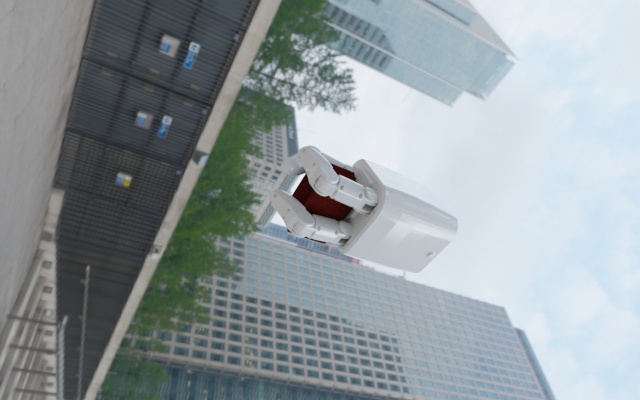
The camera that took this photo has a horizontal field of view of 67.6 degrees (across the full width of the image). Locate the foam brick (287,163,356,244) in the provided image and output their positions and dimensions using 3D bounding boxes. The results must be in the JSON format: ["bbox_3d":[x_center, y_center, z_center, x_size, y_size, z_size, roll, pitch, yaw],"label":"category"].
[{"bbox_3d":[0.000,0.002,0.547,0.051,0.078,0.053,20,38,-20],"label":"foam brick"}]
